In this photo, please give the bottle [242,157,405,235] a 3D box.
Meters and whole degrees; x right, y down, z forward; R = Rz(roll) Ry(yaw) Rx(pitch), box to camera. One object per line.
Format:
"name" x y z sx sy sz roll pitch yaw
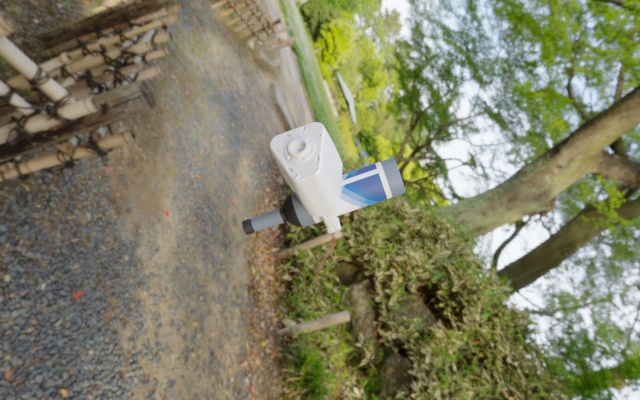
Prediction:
"bottle" 0.000 0.003 0.856 0.296 0.069 0.069 -19 -2 6
